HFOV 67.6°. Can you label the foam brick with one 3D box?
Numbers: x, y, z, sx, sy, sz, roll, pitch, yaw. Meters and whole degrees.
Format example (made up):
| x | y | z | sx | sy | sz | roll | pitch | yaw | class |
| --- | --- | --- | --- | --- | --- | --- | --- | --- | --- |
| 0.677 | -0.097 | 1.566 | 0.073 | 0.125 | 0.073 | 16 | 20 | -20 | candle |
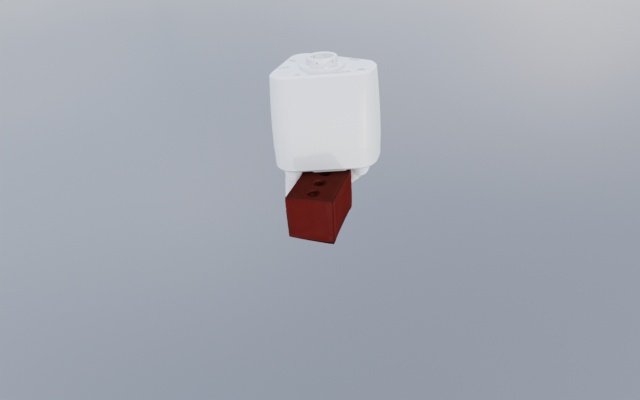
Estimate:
| x | y | z | sx | sy | sz | roll | pitch | yaw | class |
| --- | --- | --- | --- | --- | --- | --- | --- | --- | --- |
| 0.000 | 0.002 | 0.520 | 0.053 | 0.051 | 0.078 | 7 | 33 | 16 | foam brick |
